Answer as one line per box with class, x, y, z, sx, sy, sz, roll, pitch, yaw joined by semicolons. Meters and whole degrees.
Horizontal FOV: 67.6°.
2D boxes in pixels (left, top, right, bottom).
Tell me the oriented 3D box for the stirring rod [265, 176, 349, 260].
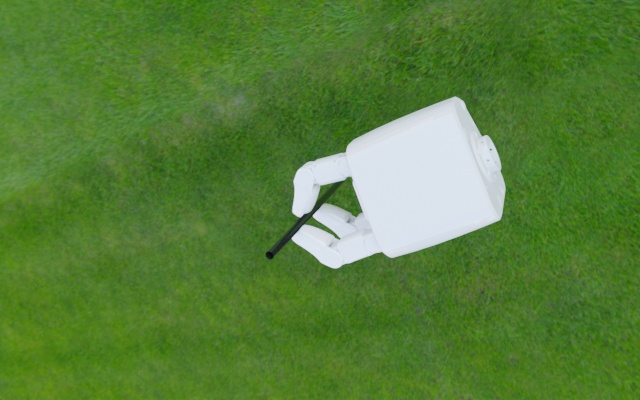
stirring rod;0.000;0.002;0.523;0.011;0.011;0.239;0;23;24
